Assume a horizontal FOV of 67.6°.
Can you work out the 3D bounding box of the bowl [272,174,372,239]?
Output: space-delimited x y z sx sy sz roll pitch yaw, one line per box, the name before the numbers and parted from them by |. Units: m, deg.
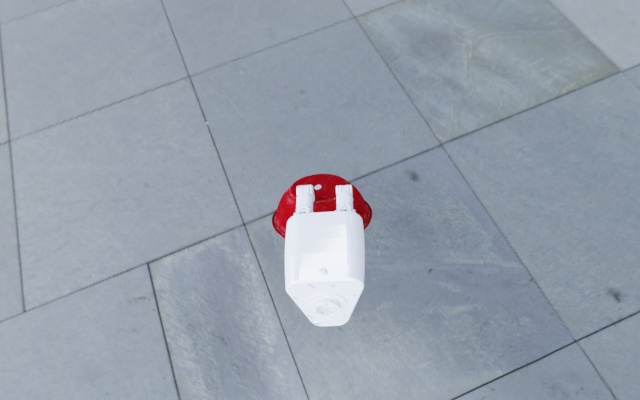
bowl | 0.000 0.001 0.754 0.162 0.055 0.162 -4 30 2
